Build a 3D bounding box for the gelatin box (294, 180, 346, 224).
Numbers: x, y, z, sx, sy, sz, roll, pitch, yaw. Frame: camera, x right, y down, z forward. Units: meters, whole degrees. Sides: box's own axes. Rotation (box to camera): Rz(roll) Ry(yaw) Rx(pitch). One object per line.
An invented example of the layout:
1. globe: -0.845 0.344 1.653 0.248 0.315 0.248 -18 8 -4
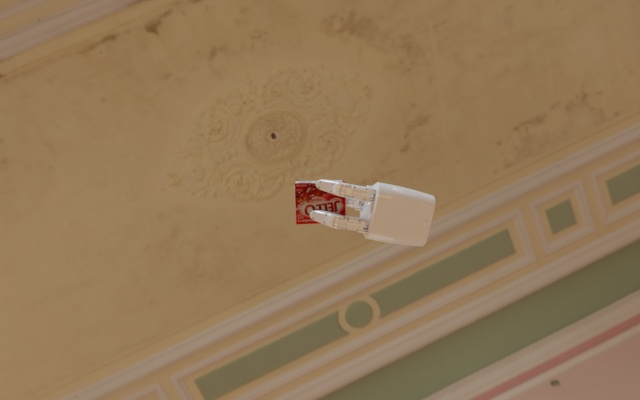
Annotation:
1. gelatin box: 0.000 0.003 0.837 0.089 0.073 0.030 -2 9 0
